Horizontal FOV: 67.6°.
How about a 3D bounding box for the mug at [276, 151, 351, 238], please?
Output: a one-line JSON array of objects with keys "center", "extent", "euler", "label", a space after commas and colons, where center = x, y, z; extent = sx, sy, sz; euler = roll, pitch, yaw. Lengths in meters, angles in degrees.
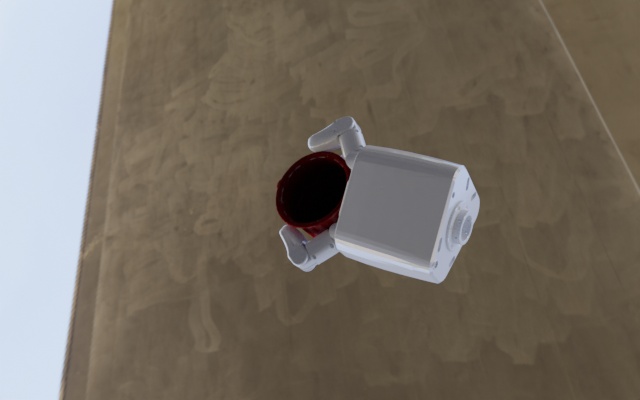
[{"center": [-0.001, 0.002, 0.551], "extent": [0.117, 0.093, 0.081], "euler": [15, -17, 36], "label": "mug"}]
